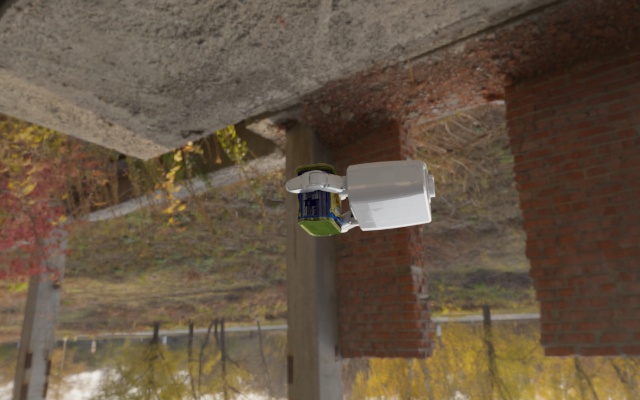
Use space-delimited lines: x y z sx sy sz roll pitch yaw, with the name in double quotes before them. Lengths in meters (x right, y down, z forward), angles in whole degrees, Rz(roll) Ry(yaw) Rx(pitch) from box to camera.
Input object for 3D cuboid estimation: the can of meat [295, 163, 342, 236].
"can of meat" 0.000 0.003 0.713 0.057 0.084 0.102 -5 -18 13
